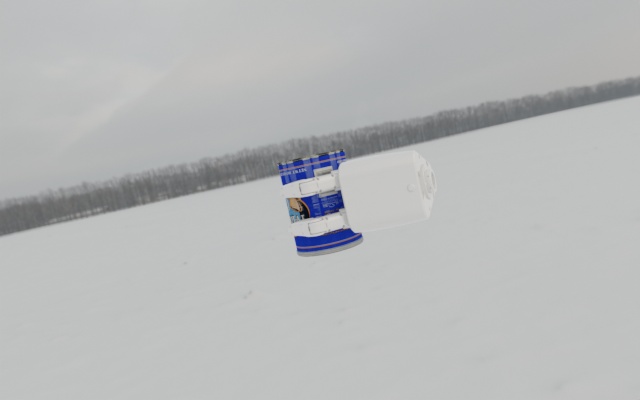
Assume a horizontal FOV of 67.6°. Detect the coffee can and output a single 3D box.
[{"bbox_3d":[0.000,0.003,0.713,0.103,0.140,0.103,-12,5,1],"label":"coffee can"}]
